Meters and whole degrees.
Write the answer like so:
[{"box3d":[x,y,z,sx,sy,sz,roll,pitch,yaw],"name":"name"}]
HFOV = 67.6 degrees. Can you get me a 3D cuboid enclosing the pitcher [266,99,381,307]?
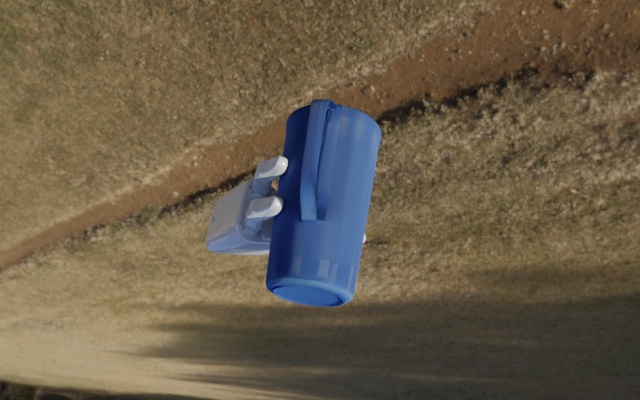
[{"box3d":[0.000,0.002,0.611,0.149,0.242,0.145,24,-29,-31],"name":"pitcher"}]
